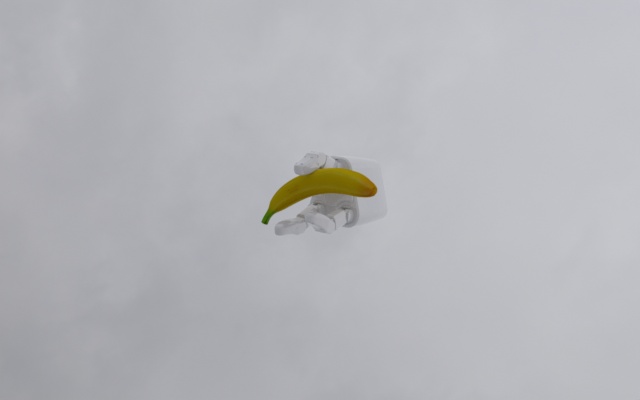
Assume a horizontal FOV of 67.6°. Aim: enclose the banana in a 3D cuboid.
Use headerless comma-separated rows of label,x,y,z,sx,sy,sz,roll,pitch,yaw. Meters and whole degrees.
banana,-0.003,-0.014,0.700,0.198,0.069,0.037,-17,-26,32
